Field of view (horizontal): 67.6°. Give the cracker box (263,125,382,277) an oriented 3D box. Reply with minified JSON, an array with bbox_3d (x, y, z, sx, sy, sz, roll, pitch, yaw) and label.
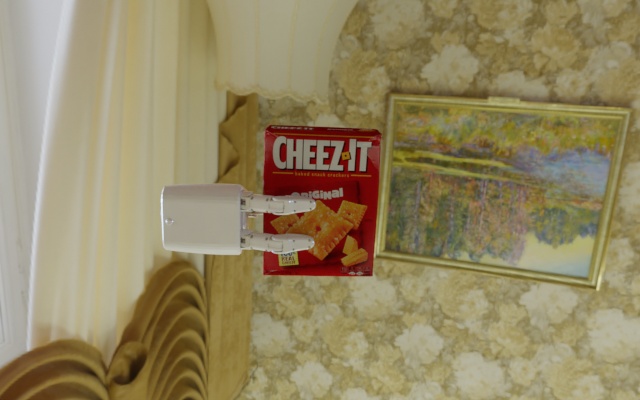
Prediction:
[{"bbox_3d":[0.000,0.002,0.696,0.164,0.214,0.072,2,13,-1],"label":"cracker box"}]
